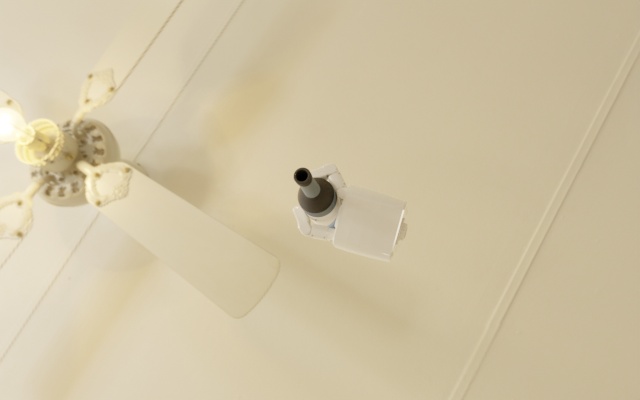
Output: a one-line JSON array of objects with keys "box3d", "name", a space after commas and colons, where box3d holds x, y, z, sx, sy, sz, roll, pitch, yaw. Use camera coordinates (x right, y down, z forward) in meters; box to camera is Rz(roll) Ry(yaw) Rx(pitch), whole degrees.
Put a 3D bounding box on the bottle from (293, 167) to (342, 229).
[{"box3d": [0.000, 0.003, 0.863, 0.069, 0.069, 0.296, 0, -16, 12], "name": "bottle"}]
